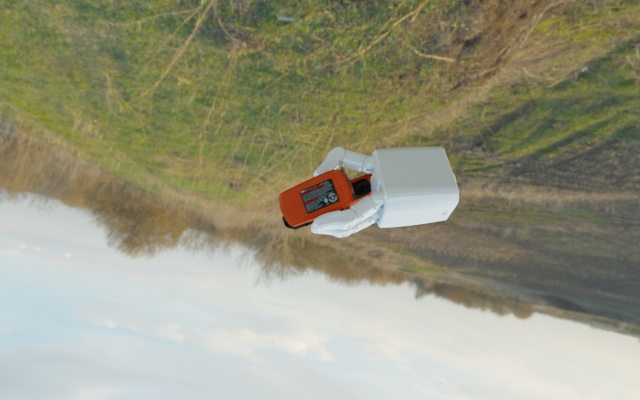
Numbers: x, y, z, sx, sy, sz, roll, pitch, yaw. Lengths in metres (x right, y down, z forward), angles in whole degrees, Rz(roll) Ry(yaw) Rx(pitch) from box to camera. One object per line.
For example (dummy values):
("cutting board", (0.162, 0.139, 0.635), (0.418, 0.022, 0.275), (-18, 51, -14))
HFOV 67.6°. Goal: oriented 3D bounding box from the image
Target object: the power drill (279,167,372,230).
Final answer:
("power drill", (0.000, 0.002, 0.757), (0.184, 0.057, 0.187), (-25, -5, 13))
